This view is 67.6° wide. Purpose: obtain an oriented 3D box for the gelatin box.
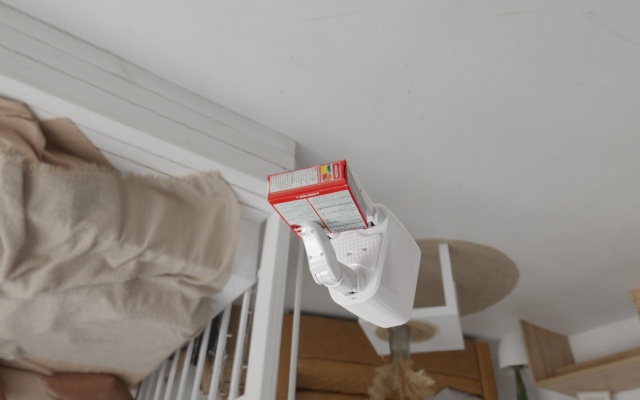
[{"bbox_3d":[0.000,0.002,0.446,0.073,0.030,0.089,-11,-30,14],"label":"gelatin box"}]
